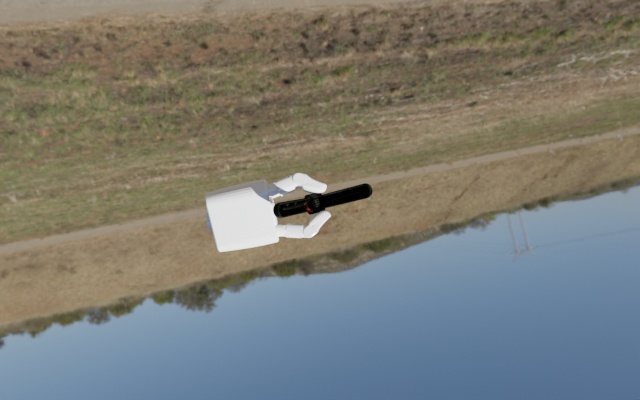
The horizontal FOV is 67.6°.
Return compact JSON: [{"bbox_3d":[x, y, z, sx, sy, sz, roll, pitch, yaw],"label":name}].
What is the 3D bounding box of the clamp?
[{"bbox_3d":[0.000,0.004,0.850,0.164,0.036,0.210,-12,-1,-4],"label":"clamp"}]
